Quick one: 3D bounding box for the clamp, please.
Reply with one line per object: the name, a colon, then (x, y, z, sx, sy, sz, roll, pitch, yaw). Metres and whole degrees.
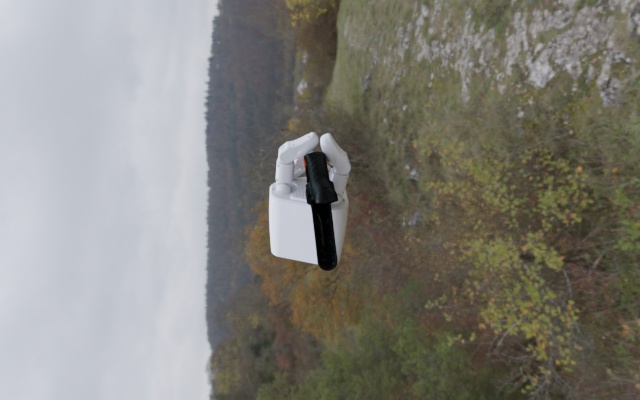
clamp: (-0.001, 0.002, 0.606, 0.039, 0.120, 0.171, 1, 31, -6)
